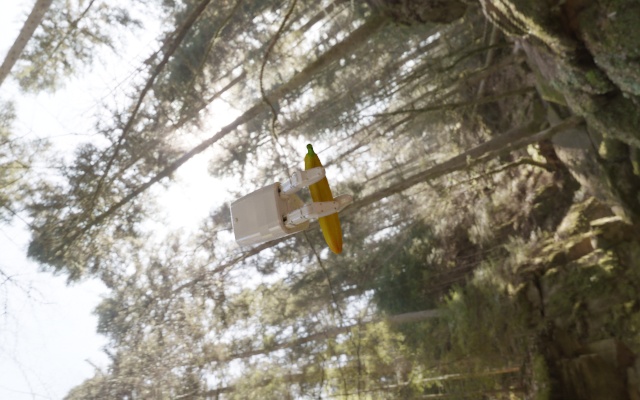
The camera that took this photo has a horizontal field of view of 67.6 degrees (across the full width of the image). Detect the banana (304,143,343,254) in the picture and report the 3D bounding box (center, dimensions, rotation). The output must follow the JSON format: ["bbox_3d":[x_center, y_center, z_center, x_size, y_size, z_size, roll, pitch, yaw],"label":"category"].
[{"bbox_3d":[0.002,-0.002,0.850,0.037,0.198,0.069,-17,3,11],"label":"banana"}]
